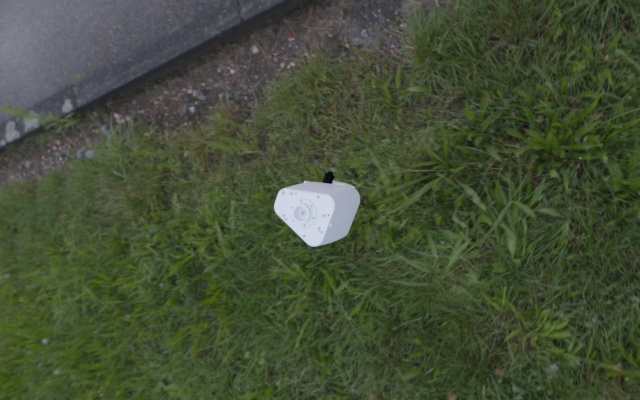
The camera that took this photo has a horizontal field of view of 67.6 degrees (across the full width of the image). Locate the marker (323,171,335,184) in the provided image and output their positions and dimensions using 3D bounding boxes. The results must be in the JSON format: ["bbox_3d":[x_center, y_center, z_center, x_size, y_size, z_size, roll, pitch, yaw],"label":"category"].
[{"bbox_3d":[0.000,0.003,0.888,0.020,0.121,0.020,18,15,-5],"label":"marker"}]
